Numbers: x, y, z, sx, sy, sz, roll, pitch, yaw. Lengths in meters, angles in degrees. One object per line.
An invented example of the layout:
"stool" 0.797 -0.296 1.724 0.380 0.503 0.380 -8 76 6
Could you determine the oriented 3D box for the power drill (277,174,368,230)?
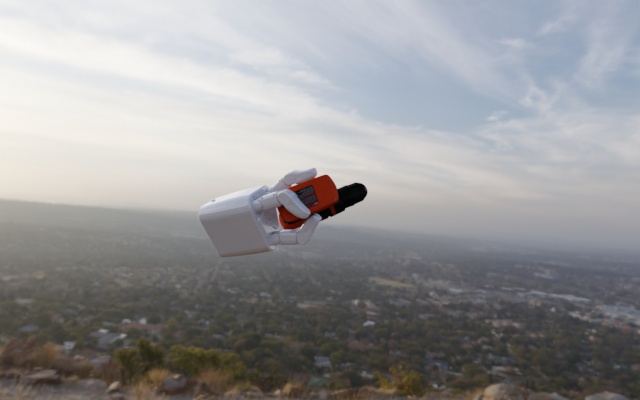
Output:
"power drill" 0.000 0.003 0.880 0.184 0.057 0.188 -24 -10 2
